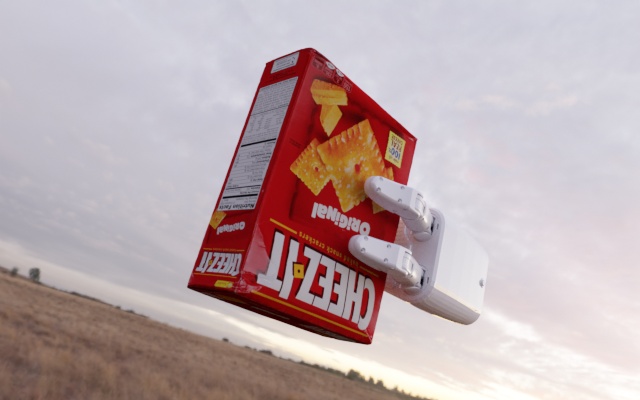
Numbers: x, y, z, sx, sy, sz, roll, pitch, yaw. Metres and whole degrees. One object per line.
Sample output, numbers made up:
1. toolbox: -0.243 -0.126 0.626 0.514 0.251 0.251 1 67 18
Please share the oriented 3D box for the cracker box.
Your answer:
1. cracker box: 0.000 0.001 0.426 0.072 0.213 0.164 -5 -28 45
